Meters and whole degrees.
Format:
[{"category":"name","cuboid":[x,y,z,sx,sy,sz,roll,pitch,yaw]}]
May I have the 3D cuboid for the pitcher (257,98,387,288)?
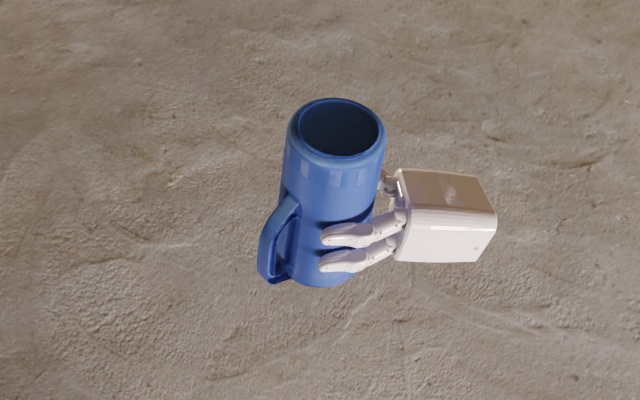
[{"category":"pitcher","cuboid":[0.000,0.002,0.591,0.145,0.149,0.243,5,-38,-2]}]
